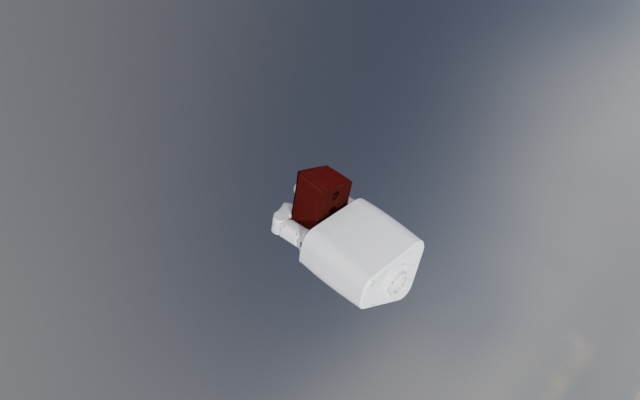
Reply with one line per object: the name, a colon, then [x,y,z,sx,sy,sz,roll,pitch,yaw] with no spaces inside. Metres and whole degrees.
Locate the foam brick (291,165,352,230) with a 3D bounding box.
foam brick: [0.000,0.002,0.618,0.053,0.078,0.051,-17,40,-39]
